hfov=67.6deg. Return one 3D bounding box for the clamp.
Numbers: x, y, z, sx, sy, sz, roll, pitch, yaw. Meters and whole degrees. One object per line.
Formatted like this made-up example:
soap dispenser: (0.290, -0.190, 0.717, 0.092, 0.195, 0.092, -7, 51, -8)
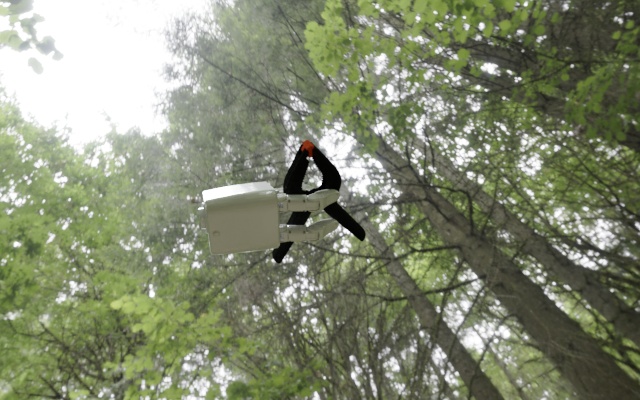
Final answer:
clamp: (0.000, 0.002, 0.773, 0.164, 0.210, 0.036, -8, 31, -16)
